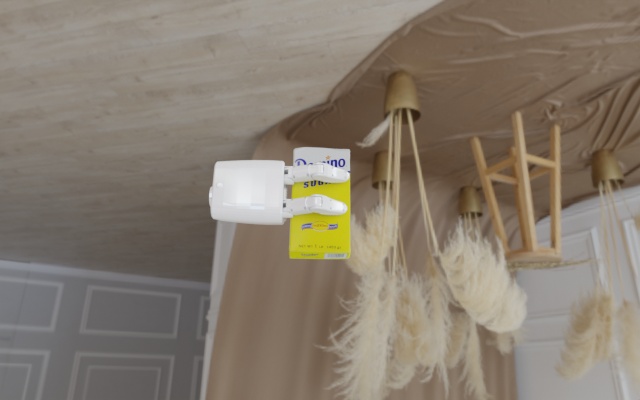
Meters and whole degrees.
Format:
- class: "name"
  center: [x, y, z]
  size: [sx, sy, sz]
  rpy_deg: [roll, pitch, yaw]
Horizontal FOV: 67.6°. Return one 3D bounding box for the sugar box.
- class: "sugar box"
  center: [0.000, 0.002, 0.748]
  size: [0.093, 0.176, 0.048]
  rpy_deg: [1, -21, -3]
